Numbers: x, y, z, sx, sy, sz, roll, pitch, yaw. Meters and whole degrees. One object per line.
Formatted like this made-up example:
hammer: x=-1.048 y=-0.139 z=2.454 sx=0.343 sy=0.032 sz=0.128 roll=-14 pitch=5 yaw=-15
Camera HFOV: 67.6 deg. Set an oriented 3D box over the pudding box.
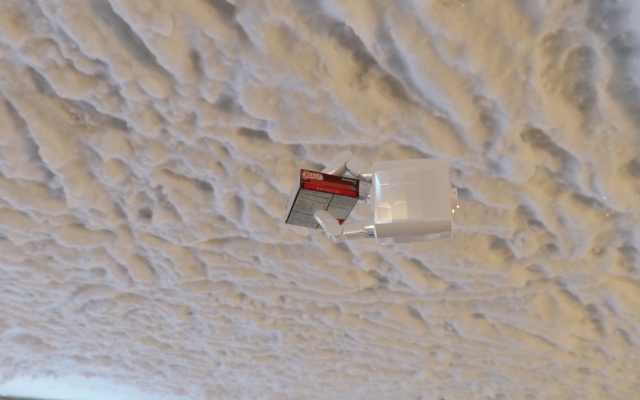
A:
pudding box: x=0.000 y=0.003 z=0.722 sx=0.090 sy=0.039 sz=0.114 roll=11 pitch=-35 yaw=-11
